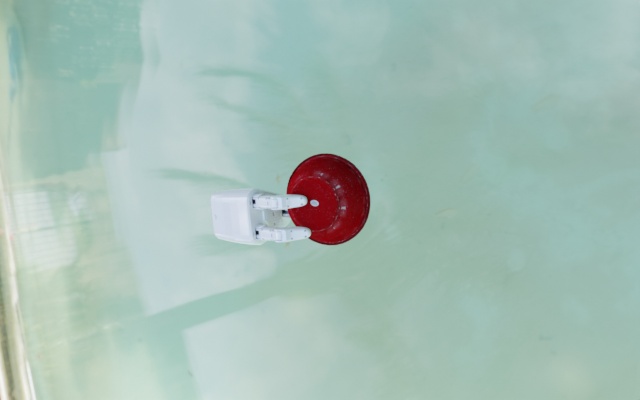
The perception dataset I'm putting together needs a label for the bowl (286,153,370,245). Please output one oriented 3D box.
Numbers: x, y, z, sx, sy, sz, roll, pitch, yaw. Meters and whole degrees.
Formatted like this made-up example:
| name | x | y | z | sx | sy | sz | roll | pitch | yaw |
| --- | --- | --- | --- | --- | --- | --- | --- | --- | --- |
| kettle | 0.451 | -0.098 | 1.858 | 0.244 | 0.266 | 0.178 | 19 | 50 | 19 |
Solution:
| name | x | y | z | sx | sy | sz | roll | pitch | yaw |
| --- | --- | --- | --- | --- | --- | --- | --- | --- | --- |
| bowl | 0.001 | 0.002 | 0.805 | 0.162 | 0.162 | 0.055 | 0 | 8 | 25 |
